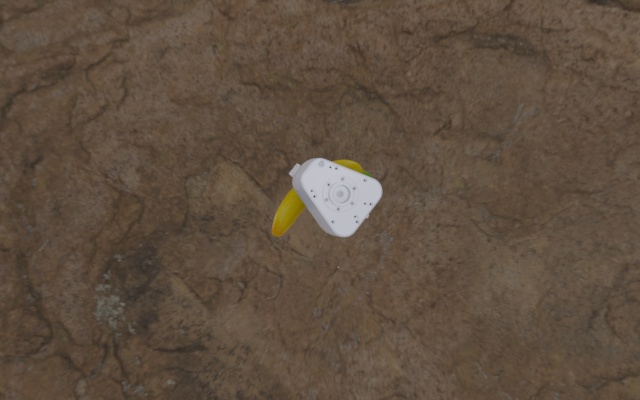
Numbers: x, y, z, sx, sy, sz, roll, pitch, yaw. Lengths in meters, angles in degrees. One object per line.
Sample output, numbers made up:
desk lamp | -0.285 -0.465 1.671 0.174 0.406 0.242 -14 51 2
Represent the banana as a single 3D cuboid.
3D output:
banana | -0.005 -0.015 0.789 0.198 0.070 0.037 -31 18 -10
